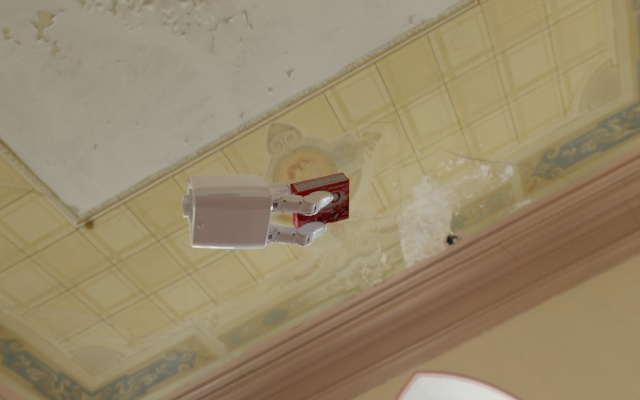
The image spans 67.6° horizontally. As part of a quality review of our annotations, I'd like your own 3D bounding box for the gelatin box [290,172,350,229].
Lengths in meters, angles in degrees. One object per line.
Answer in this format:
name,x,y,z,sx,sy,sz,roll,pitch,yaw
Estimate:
gelatin box,0.000,0.002,0.737,0.089,0.073,0.030,-14,36,-17
